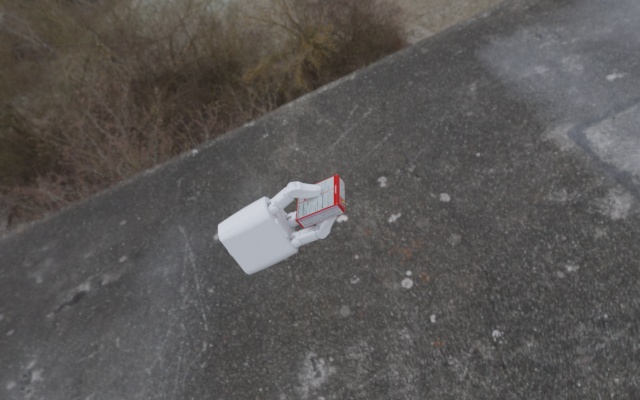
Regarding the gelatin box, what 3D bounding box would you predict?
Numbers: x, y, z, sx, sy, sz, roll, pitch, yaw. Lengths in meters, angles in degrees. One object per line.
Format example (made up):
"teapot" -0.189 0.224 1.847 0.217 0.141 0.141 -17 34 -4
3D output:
"gelatin box" 0.000 0.002 0.849 0.089 0.073 0.030 -23 -49 24
